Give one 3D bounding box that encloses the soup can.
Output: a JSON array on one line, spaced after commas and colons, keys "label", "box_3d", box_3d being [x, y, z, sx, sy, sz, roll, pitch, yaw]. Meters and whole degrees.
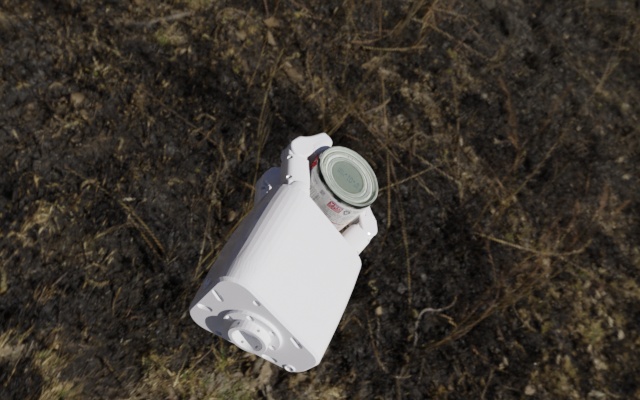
[{"label": "soup can", "box_3d": [0.000, 0.001, 0.471, 0.068, 0.068, 0.102, 0, -29, -37]}]
